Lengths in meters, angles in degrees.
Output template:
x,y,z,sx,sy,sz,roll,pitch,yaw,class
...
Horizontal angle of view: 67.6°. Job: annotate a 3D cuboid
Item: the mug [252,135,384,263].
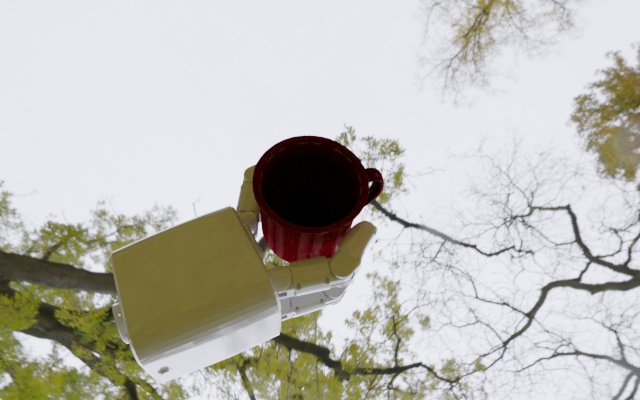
x,y,z,sx,sy,sz,roll,pitch,yaw,class
0.001,0.001,0.416,0.117,0.093,0.081,-19,-27,-16,mug
